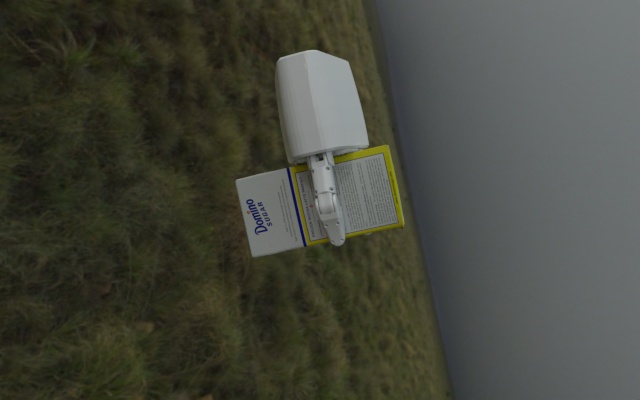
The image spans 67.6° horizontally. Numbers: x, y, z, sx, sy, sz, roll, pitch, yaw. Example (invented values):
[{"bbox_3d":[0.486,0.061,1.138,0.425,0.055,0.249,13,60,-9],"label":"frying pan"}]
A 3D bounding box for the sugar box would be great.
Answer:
[{"bbox_3d":[0.000,0.002,0.543,0.176,0.093,0.048,-12,1,10],"label":"sugar box"}]
